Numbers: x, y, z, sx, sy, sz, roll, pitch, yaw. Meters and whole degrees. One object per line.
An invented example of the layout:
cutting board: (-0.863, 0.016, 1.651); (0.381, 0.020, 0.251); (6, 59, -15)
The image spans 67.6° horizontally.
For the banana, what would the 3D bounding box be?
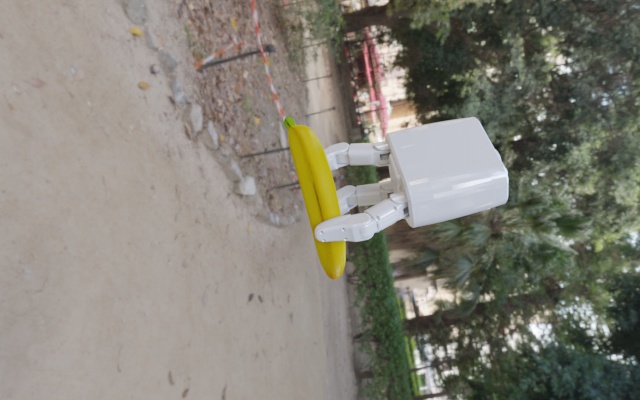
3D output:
banana: (0.000, 0.001, 0.529); (0.037, 0.198, 0.069); (-15, 8, -2)
